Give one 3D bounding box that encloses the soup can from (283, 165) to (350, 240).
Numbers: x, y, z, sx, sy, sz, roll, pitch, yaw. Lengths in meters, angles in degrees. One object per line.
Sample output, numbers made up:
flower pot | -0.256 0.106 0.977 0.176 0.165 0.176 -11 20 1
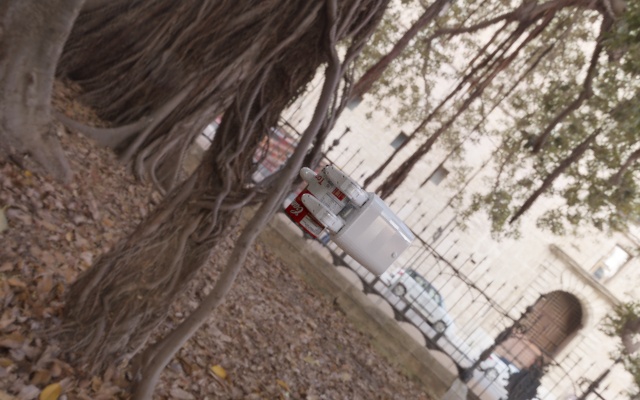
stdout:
soup can | 0.000 0.002 0.751 0.068 0.102 0.068 43 1 -1
